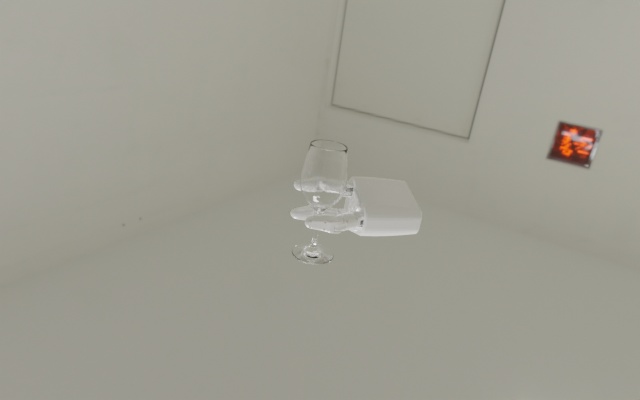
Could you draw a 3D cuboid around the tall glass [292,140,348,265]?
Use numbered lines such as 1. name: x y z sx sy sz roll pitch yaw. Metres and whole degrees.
1. tall glass: 0.000 0.003 0.803 0.079 0.201 0.079 7 22 -3
